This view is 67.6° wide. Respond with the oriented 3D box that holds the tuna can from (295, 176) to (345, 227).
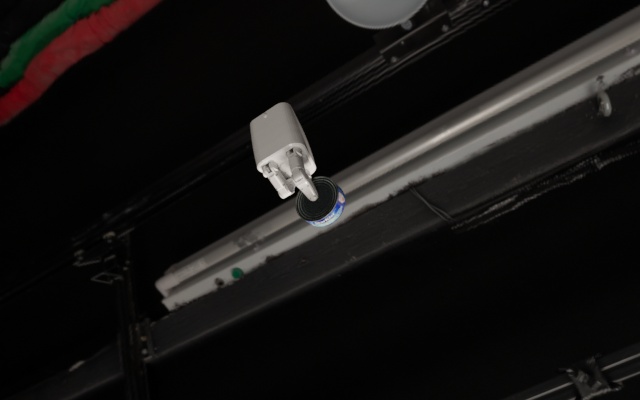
[{"bbox_3d":[0.000,0.003,0.843,0.086,0.086,0.034,0,-23,32],"label":"tuna can"}]
